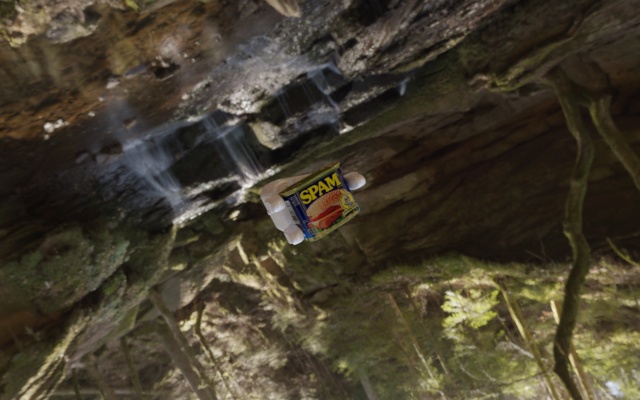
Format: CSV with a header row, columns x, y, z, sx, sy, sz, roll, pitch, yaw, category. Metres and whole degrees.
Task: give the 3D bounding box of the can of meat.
x,y,z,sx,sy,sz,roll,pitch,yaw,category
0.000,0.003,0.726,0.102,0.084,0.057,-31,10,-22,can of meat
